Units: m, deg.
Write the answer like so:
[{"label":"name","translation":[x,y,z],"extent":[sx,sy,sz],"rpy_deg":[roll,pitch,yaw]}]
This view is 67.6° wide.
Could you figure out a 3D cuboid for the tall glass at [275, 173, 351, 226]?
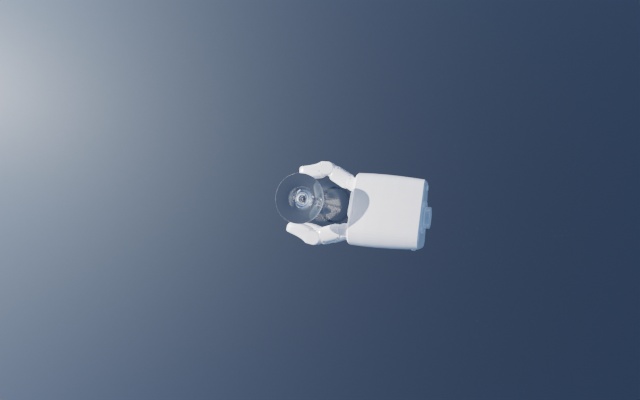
[{"label":"tall glass","translation":[0.000,0.002,0.783],"extent":[0.079,0.079,0.201],"rpy_deg":[0,-3,18]}]
